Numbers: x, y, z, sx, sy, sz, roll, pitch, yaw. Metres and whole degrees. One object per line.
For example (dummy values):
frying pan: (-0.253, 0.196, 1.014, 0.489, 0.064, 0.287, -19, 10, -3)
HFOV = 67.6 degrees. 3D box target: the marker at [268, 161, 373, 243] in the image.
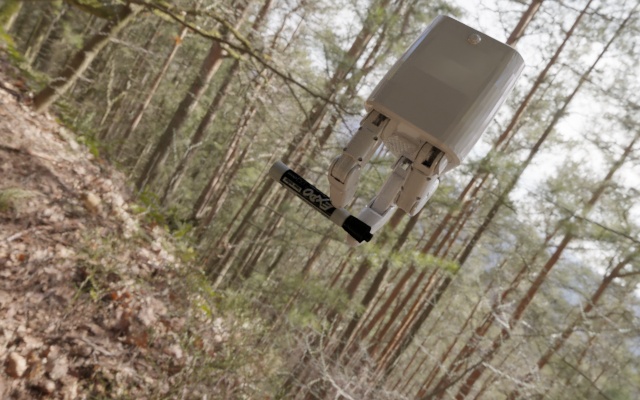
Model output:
marker: (0.000, 0.002, 0.460, 0.121, 0.020, 0.020, 36, 13, 18)
